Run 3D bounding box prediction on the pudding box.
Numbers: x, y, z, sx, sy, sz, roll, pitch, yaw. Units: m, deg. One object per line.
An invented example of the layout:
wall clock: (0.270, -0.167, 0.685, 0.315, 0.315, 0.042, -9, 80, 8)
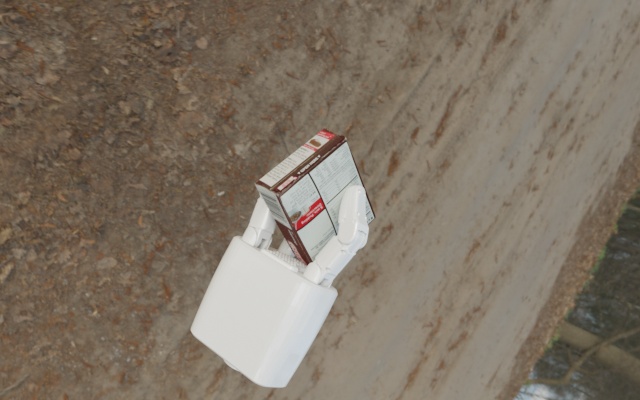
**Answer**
pudding box: (0.000, 0.002, 0.466, 0.090, 0.114, 0.039, -41, 44, -19)
